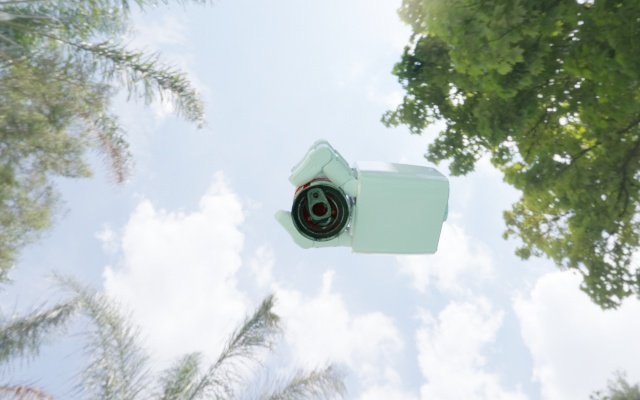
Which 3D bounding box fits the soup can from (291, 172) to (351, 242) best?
[{"bbox_3d":[0.000,0.002,0.585,0.068,0.068,0.102,0,14,-1],"label":"soup can"}]
